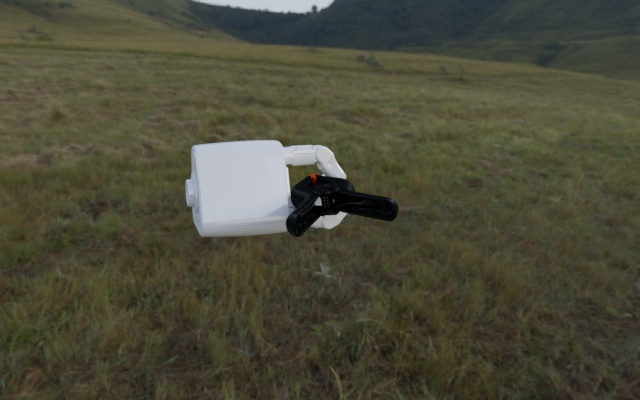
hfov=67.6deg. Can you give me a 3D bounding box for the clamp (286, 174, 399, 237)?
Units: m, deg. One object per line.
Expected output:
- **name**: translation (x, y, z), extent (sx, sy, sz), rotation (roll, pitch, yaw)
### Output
- **clamp**: translation (0.000, 0.001, 0.558), extent (0.120, 0.039, 0.171), rotation (-6, 13, -21)
